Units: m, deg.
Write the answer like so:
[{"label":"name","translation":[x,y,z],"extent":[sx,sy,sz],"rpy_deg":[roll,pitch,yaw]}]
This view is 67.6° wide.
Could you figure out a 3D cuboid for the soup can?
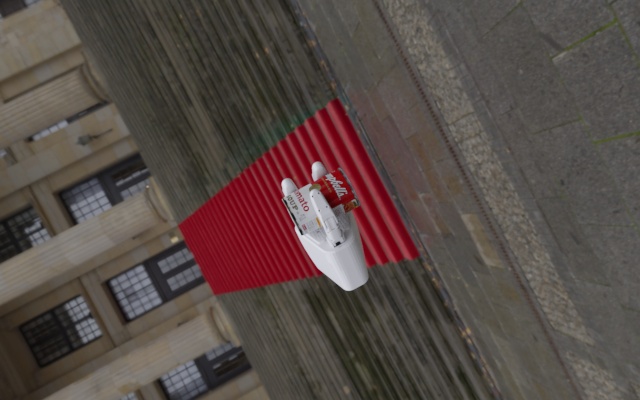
[{"label":"soup can","translation":[0.000,0.002,0.740],"extent":[0.102,0.068,0.068],"rpy_deg":[-28,2,-5]}]
